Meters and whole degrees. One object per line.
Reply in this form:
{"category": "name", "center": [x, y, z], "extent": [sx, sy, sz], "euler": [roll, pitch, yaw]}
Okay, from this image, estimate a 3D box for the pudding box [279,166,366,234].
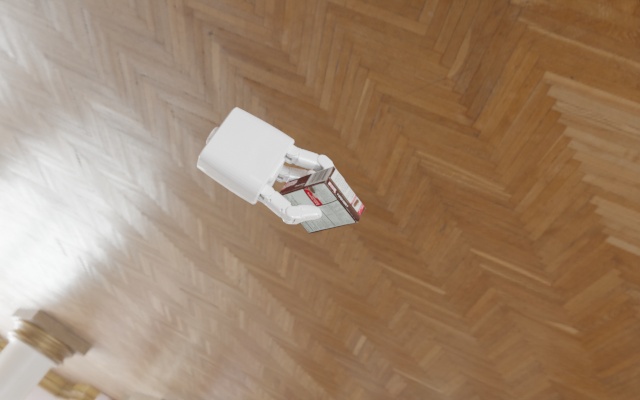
{"category": "pudding box", "center": [0.000, 0.003, 0.752], "extent": [0.113, 0.090, 0.039], "euler": [-14, 34, 44]}
